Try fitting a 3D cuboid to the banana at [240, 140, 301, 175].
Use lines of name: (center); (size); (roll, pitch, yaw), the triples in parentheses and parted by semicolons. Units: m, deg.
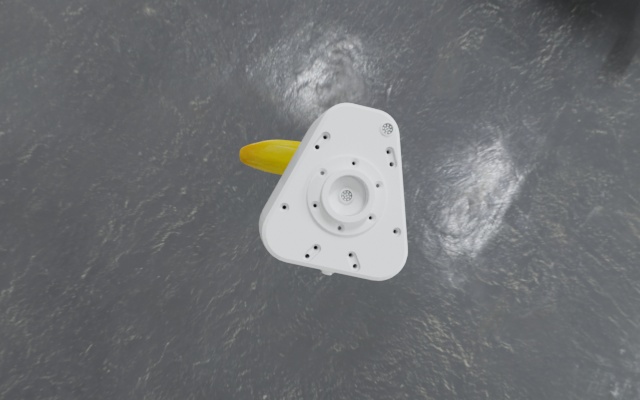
banana: (0.014, -0.011, 0.480); (0.198, 0.069, 0.037); (38, 3, -6)
